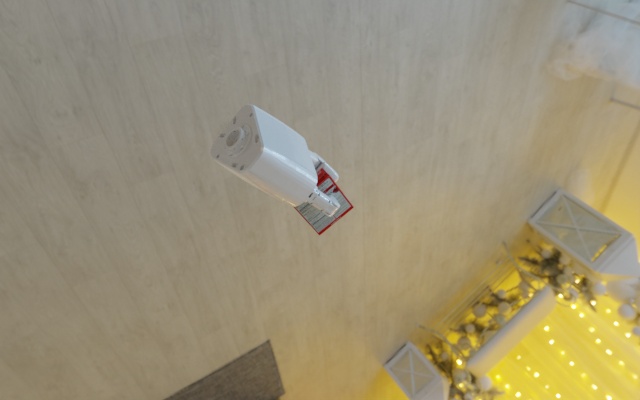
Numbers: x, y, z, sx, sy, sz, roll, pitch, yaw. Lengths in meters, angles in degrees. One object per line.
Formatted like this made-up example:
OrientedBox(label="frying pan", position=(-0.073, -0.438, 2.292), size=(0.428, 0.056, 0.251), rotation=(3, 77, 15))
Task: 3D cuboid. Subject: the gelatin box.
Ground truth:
OrientedBox(label="gelatin box", position=(0.000, 0.003, 0.750), size=(0.089, 0.073, 0.030), rotation=(50, 0, -42))
